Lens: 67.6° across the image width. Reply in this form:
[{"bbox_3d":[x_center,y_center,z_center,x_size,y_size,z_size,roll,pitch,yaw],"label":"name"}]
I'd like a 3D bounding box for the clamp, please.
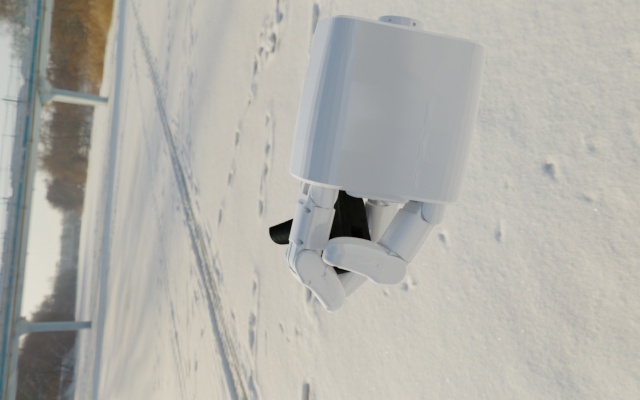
[{"bbox_3d":[0.000,0.001,0.408,0.039,0.120,0.171,4,11,-26],"label":"clamp"}]
